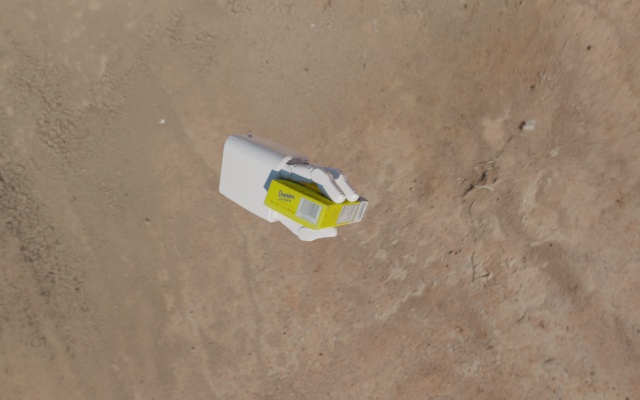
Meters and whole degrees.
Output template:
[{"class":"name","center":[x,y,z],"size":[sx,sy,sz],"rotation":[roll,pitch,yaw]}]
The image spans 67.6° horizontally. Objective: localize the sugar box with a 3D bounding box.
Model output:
[{"class":"sugar box","center":[0.000,0.002,0.730],"size":[0.093,0.048,0.176],"rotation":[26,15,21]}]
